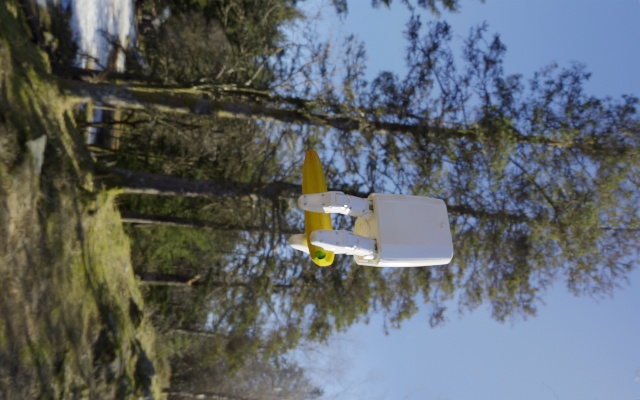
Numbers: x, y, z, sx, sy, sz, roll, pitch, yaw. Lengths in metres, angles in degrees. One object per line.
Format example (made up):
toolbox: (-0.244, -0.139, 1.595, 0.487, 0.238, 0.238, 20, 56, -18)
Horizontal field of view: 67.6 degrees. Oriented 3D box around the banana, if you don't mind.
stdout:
banana: (-0.002, 0.017, 0.656, 0.037, 0.197, 0.070, 1, -43, -10)
